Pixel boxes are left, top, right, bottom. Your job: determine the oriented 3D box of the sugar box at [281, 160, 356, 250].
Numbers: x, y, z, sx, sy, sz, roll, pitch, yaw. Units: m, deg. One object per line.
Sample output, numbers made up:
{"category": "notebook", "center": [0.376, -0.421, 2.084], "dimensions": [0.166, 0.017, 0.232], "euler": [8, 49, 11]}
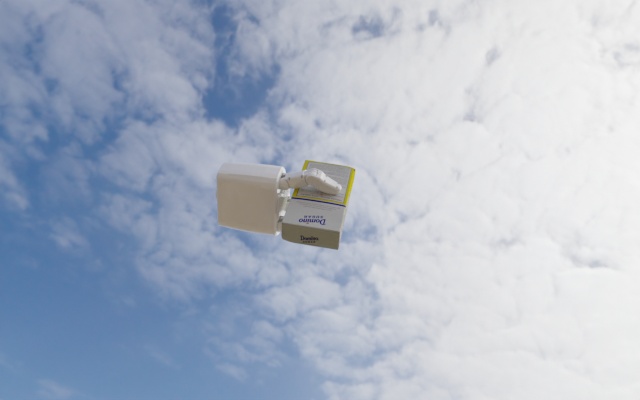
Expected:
{"category": "sugar box", "center": [0.000, 0.003, 0.792], "dimensions": [0.093, 0.048, 0.176], "euler": [9, 41, 7]}
